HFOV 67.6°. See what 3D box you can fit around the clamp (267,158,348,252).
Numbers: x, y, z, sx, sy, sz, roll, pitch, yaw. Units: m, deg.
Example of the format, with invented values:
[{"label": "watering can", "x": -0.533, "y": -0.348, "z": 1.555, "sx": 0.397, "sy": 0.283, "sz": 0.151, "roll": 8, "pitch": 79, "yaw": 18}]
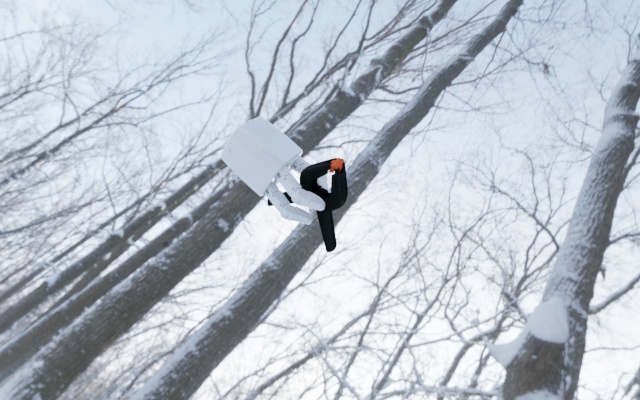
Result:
[{"label": "clamp", "x": 0.001, "y": 0.002, "z": 0.873, "sx": 0.036, "sy": 0.164, "sz": 0.210, "roll": -49, "pitch": 0, "yaw": -42}]
